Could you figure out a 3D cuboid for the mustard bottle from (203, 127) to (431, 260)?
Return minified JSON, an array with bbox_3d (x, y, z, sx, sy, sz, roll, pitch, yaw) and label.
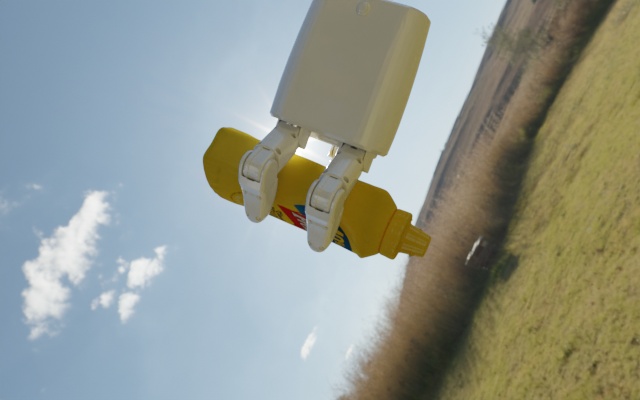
[{"bbox_3d":[0.000,0.002,0.404,0.191,0.058,0.096,22,-18,16],"label":"mustard bottle"}]
